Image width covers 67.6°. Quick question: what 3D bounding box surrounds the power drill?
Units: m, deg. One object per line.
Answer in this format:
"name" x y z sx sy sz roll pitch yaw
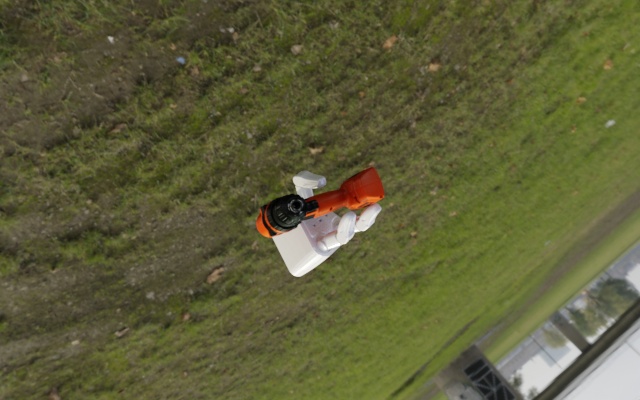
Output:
"power drill" 0.000 0.002 0.735 0.187 0.057 0.184 -17 -3 -21
